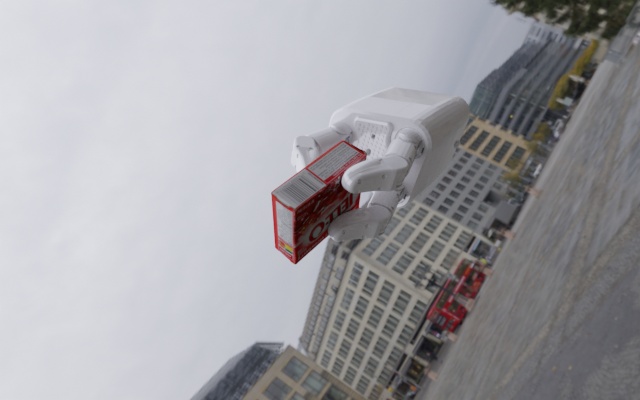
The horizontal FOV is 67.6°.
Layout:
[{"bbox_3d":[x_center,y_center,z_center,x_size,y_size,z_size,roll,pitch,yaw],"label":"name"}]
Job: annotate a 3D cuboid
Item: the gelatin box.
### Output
[{"bbox_3d":[-0.001,0.001,0.406,0.030,0.073,0.089,36,56,25],"label":"gelatin box"}]
